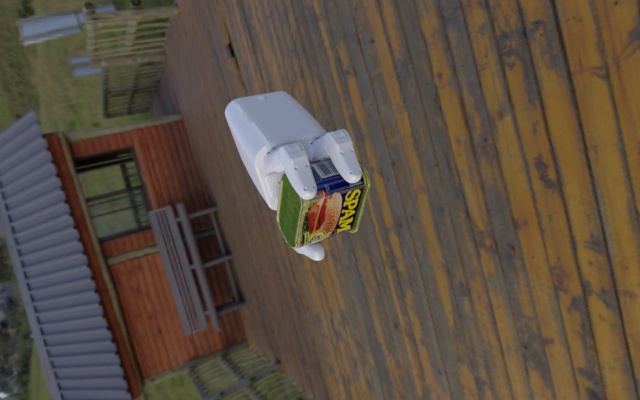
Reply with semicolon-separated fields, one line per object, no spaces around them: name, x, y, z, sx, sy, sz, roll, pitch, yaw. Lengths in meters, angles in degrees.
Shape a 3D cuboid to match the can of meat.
can of meat;0.000;0.002;0.542;0.084;0.102;0.057;-16;51;-25
